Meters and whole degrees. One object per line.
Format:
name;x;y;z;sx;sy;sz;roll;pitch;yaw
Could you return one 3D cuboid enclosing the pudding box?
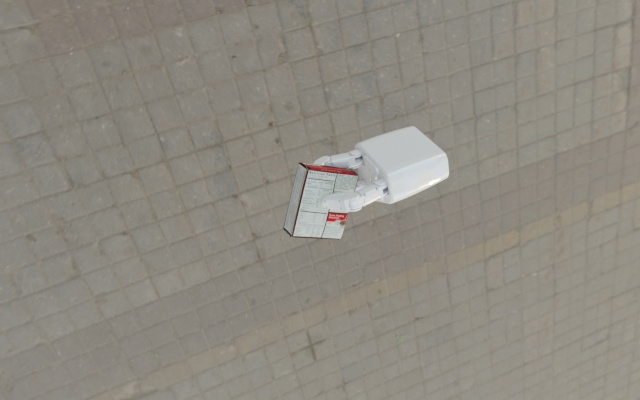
pudding box;0.000;0.002;0.729;0.090;0.113;0.039;6;17;-27
